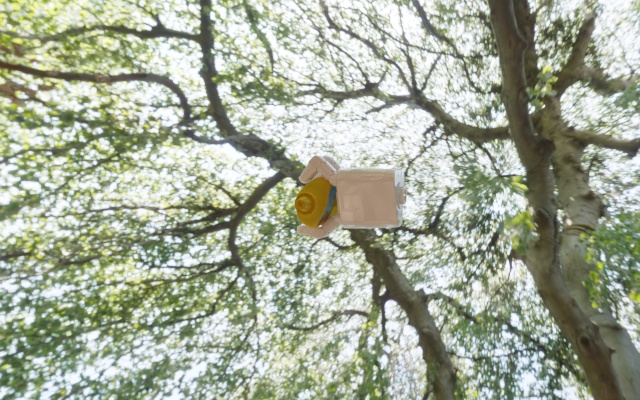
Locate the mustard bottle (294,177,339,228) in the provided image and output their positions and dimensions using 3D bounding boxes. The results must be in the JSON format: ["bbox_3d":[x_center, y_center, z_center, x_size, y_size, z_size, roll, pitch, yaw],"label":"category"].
[{"bbox_3d":[0.000,0.003,0.900,0.058,0.096,0.191,26,11,18],"label":"mustard bottle"}]
